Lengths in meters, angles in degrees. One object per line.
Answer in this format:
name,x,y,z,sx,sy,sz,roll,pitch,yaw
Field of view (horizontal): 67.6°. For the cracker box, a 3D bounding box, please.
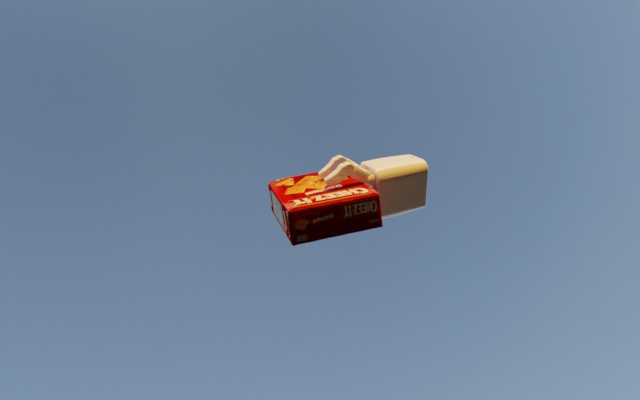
cracker box,0.000,0.003,0.895,0.164,0.072,0.213,-12,17,-12
